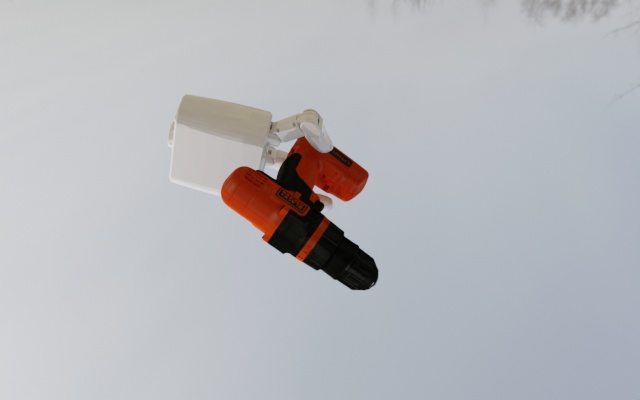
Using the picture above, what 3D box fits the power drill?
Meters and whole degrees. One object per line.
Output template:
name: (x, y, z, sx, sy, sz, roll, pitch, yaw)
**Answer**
power drill: (0.000, 0.001, 0.544, 0.184, 0.057, 0.187, 37, 29, -2)
